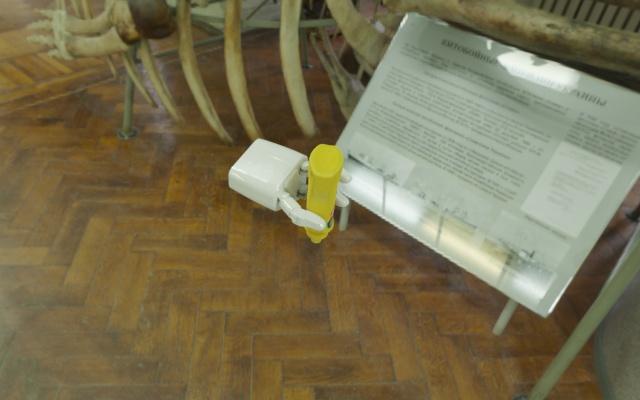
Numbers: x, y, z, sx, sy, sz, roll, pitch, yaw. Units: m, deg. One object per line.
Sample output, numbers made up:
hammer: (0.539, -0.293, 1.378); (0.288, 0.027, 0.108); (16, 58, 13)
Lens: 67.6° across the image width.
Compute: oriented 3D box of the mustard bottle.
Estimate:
mustard bottle: (0.000, 0.003, 0.851); (0.058, 0.192, 0.096); (8, 39, 0)
